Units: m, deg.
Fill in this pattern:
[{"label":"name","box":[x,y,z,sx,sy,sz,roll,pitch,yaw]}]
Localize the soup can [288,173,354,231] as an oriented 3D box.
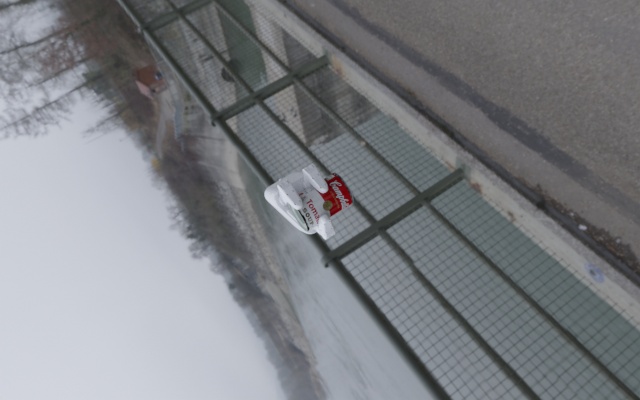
[{"label":"soup can","box":[0.000,0.003,0.877,0.102,0.068,0.068,-32,8,-14]}]
